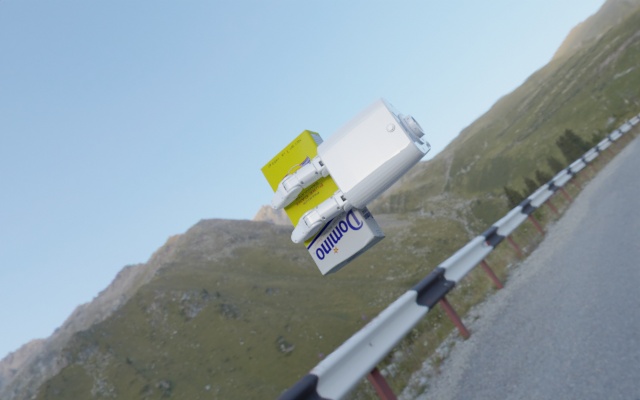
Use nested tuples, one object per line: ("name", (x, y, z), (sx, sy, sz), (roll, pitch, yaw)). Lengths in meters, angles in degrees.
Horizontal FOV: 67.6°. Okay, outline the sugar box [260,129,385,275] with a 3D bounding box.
("sugar box", (0.000, 0.002, 0.646), (0.093, 0.176, 0.048), (-39, -19, 22))
